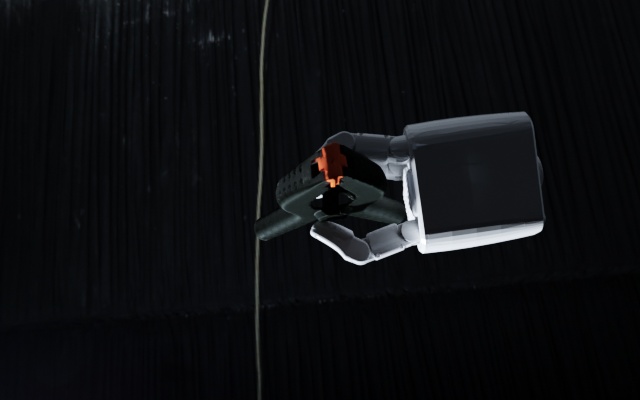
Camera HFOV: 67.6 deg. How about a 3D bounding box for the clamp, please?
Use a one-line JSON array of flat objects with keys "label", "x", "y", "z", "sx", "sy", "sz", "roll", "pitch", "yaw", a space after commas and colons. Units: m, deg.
[{"label": "clamp", "x": 0.000, "y": 0.002, "z": 0.439, "sx": 0.164, "sy": 0.036, "sz": 0.210, "roll": -10, "pitch": -15, "yaw": 5}]
